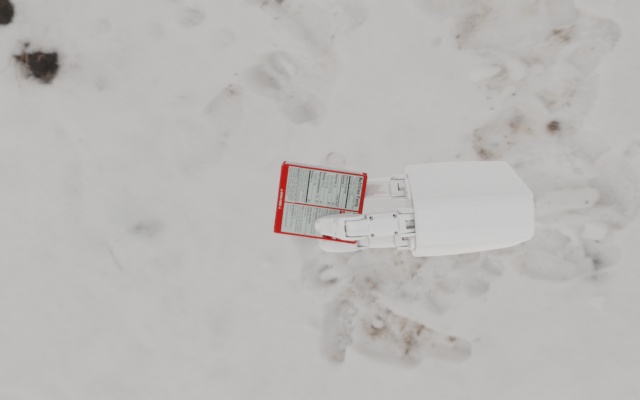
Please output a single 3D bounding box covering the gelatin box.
[{"bbox_3d":[0.000,0.002,0.494,0.089,0.073,0.030,8,11,1],"label":"gelatin box"}]
